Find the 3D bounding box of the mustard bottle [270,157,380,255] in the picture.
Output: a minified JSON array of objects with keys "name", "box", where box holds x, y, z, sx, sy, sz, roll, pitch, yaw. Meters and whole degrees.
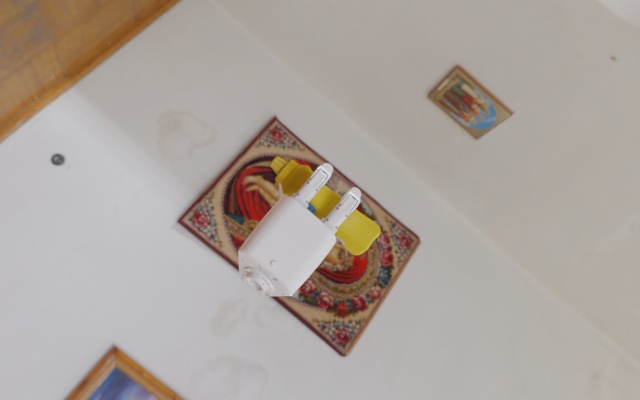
[{"name":"mustard bottle","box":[0.001,0.002,0.729,0.191,0.058,0.096,41,-6,-2]}]
